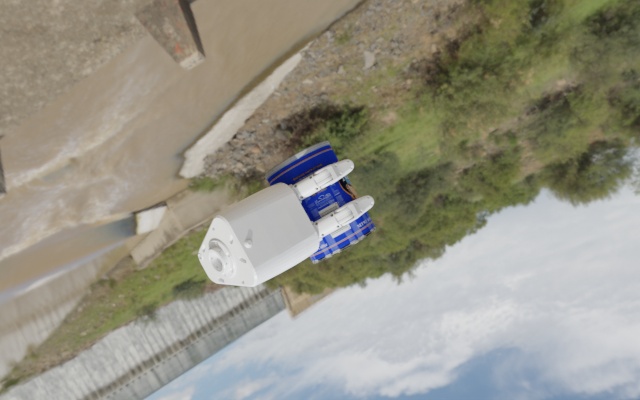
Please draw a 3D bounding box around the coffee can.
[{"bbox_3d":[0.000,0.002,0.668,0.103,0.140,0.103,-29,-1,-1],"label":"coffee can"}]
